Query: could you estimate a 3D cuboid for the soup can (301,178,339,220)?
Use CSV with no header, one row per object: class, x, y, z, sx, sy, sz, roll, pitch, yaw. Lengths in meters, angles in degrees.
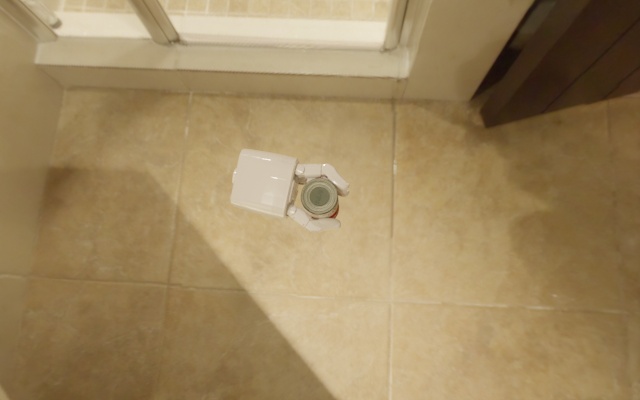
soup can,0.001,0.003,0.883,0.068,0.068,0.102,0,-13,3
